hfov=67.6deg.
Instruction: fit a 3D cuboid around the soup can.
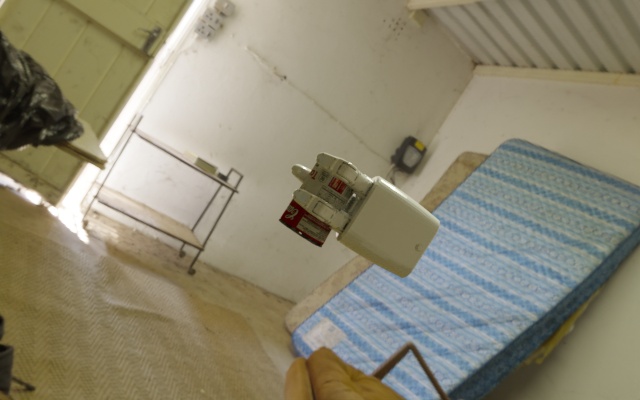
[{"bbox_3d":[0.000,0.002,0.636,0.068,0.102,0.068,33,-1,0],"label":"soup can"}]
